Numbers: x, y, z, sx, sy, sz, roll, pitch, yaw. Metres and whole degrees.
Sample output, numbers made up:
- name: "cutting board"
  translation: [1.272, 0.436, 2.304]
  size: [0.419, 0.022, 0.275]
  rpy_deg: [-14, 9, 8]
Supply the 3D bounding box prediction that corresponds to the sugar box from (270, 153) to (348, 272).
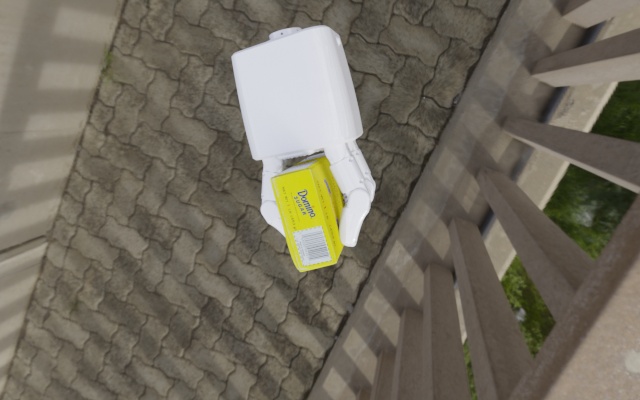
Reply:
- name: "sugar box"
  translation: [0.001, 0.001, 0.511]
  size: [0.048, 0.093, 0.176]
  rpy_deg: [-13, 10, 15]
